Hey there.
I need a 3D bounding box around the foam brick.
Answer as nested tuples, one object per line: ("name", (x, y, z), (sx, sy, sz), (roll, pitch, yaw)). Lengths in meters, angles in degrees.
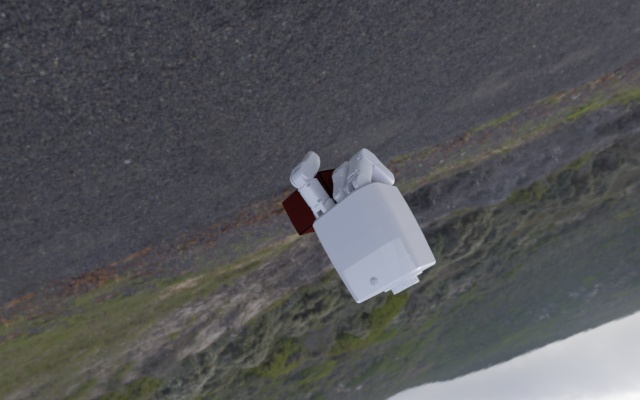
("foam brick", (0.000, 0.002, 0.607), (0.078, 0.051, 0.053), (-39, -16, 37))
